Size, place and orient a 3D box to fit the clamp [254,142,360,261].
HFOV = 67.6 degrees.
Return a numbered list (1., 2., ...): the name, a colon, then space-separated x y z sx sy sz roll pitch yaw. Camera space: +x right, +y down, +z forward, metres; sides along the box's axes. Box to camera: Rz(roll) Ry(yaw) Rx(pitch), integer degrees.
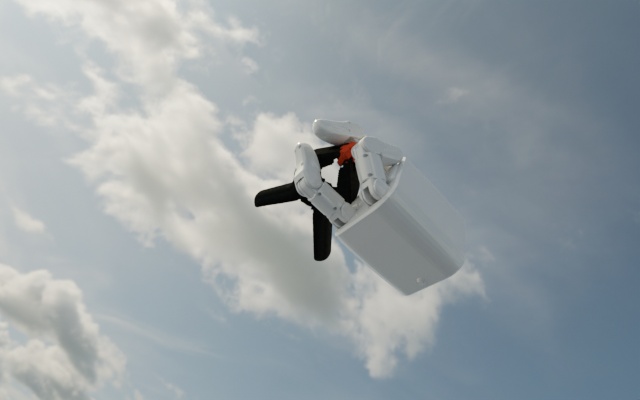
1. clamp: 0.000 0.001 0.564 0.171 0.120 0.039 -39 10 46
